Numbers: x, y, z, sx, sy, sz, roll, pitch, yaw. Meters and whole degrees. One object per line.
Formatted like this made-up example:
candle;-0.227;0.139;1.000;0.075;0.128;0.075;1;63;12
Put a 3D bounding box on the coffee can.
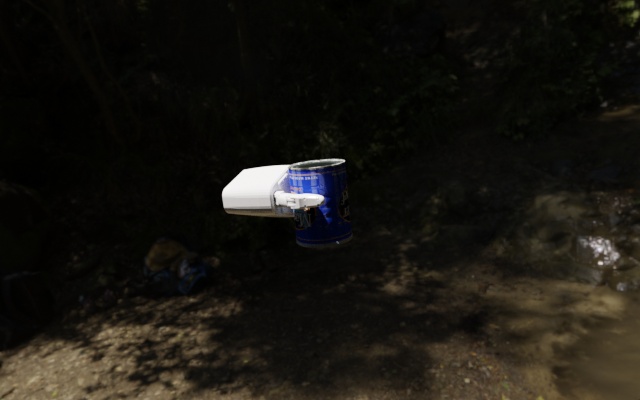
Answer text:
coffee can;0.000;0.003;0.856;0.103;0.140;0.102;-6;12;1
